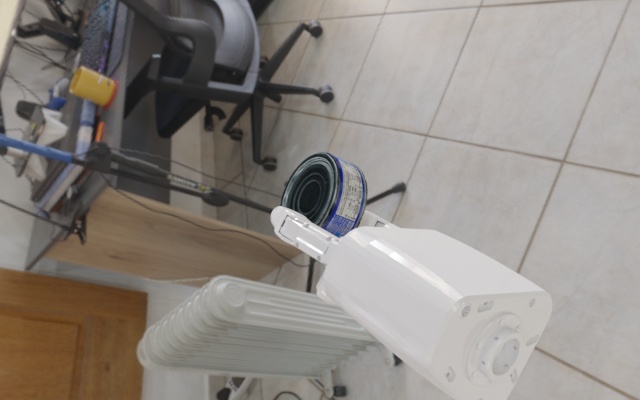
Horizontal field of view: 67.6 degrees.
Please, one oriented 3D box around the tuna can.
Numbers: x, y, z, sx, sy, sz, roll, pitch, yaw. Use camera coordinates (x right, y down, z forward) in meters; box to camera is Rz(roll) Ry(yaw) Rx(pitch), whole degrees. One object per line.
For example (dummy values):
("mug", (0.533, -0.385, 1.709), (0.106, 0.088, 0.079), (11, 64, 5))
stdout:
("tuna can", (0.000, 0.001, 0.423), (0.034, 0.086, 0.086), (22, -13, -34))
